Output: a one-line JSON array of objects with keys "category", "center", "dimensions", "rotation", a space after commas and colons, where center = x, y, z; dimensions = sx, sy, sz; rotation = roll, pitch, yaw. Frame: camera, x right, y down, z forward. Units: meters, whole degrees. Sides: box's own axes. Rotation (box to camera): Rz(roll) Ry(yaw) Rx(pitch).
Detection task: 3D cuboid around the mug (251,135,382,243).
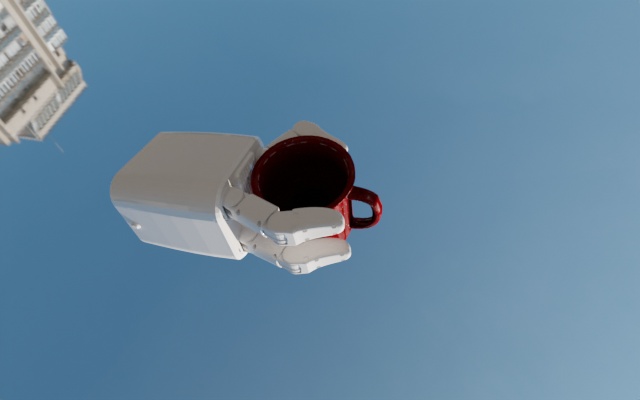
[{"category": "mug", "center": [0.002, 0.002, 0.448], "dimensions": [0.117, 0.093, 0.082], "rotation": [8, -34, 13]}]
